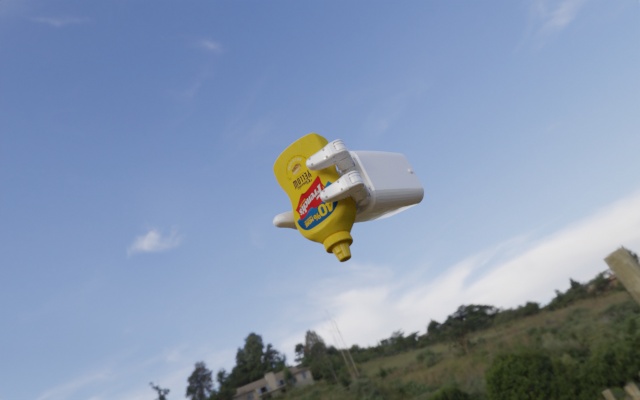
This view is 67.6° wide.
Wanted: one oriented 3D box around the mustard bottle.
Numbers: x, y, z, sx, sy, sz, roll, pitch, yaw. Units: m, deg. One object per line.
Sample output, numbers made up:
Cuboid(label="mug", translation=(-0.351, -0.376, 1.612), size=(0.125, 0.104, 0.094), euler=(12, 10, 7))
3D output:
Cuboid(label="mustard bottle", translation=(0.000, 0.002, 0.690), size=(0.096, 0.191, 0.058), euler=(-37, -29, 24))
